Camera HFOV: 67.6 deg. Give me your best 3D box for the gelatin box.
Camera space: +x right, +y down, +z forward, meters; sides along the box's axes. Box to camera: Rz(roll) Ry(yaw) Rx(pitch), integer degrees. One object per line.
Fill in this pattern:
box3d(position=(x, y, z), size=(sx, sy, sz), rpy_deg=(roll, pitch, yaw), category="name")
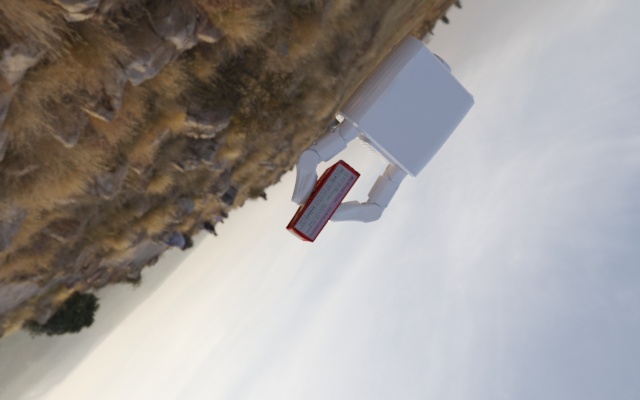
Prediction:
box3d(position=(0.000, 0.002, 0.516), size=(0.030, 0.089, 0.073), rpy_deg=(35, -8, -6), category="gelatin box")
